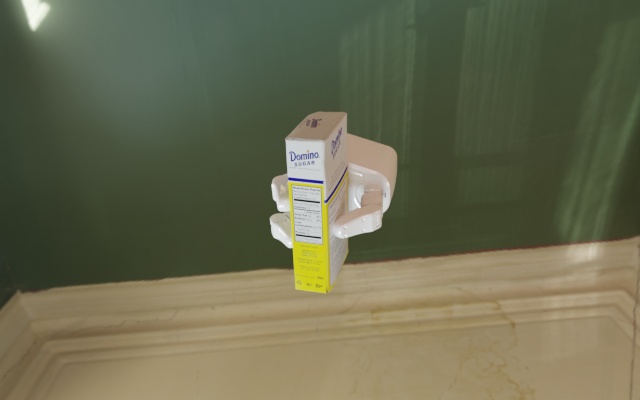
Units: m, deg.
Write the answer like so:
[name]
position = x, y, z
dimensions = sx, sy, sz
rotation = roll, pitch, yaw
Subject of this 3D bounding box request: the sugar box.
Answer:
[sugar box]
position = 0.000, 0.002, 0.514
dimensions = 0.048, 0.176, 0.093
rotation = 4, 27, 16
